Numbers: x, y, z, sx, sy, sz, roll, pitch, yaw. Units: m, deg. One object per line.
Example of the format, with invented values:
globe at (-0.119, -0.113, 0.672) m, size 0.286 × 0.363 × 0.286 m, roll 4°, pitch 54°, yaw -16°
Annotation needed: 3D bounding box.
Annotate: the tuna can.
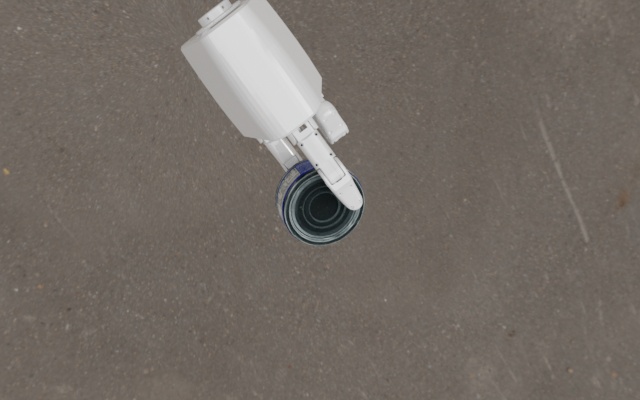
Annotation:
tuna can at (0.000, 0.002, 0.478) m, size 0.086 × 0.086 × 0.033 m, roll 0°, pitch 22°, yaw -19°
